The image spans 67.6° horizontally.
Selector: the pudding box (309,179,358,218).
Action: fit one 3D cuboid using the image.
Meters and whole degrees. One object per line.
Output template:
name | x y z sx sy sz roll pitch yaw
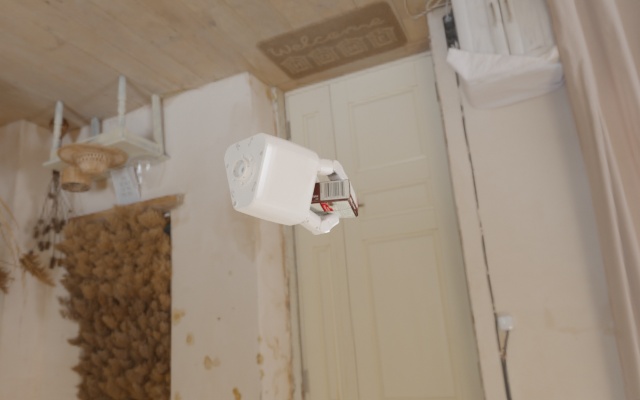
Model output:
pudding box | 0.000 0.003 0.782 0.113 0.039 0.090 -4 -20 12
